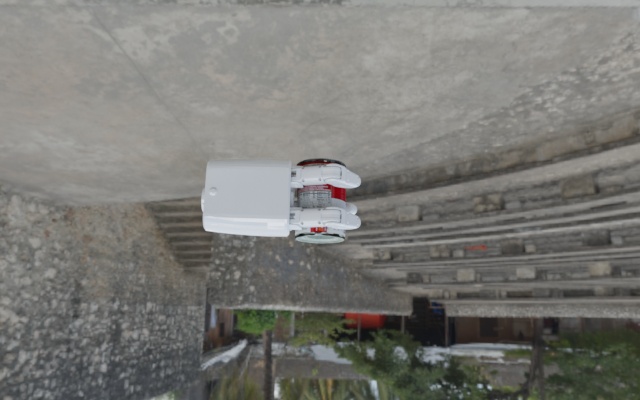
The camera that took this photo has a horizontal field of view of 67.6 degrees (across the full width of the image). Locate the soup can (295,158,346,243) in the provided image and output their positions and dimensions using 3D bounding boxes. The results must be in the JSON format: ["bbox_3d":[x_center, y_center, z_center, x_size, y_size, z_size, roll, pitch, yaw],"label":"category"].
[{"bbox_3d":[0.001,0.002,0.638,0.068,0.102,0.068,1,-13,0],"label":"soup can"}]
